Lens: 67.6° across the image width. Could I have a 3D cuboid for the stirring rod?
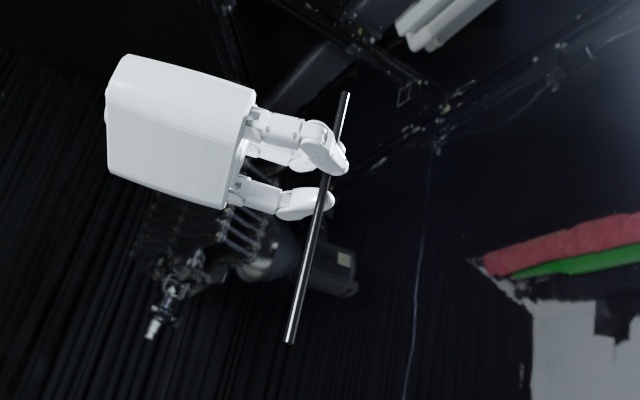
[{"bbox_3d":[0.000,0.001,0.408,0.011,0.239,0.011,10,-27,5],"label":"stirring rod"}]
